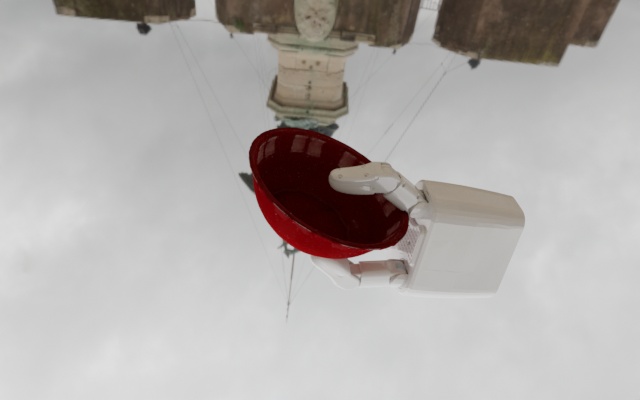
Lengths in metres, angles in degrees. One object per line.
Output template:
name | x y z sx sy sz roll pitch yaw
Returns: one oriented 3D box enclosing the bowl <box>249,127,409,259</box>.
bowl | -0.001 0.001 0.449 0.162 0.055 0.162 21 35 -16
